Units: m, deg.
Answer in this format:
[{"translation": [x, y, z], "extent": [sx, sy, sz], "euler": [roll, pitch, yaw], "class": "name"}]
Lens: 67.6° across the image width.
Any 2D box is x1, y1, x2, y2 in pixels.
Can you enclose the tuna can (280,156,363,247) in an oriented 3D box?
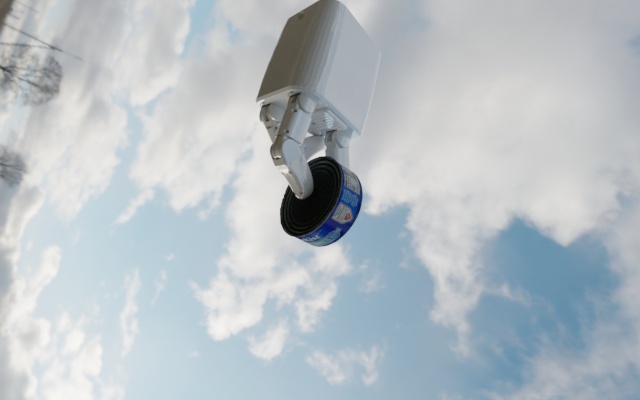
[{"translation": [0.000, 0.002, 0.471], "extent": [0.034, 0.086, 0.086], "euler": [30, -18, -36], "class": "tuna can"}]
